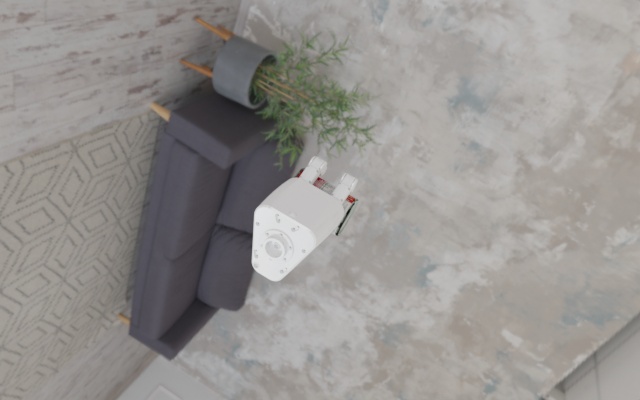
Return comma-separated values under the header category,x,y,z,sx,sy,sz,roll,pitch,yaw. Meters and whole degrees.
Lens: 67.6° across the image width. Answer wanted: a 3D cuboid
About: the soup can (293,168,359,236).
category,x,y,z,sx,sy,sz,roll,pitch,yaw
soup can,0.000,0.003,0.751,0.102,0.068,0.068,30,5,9
